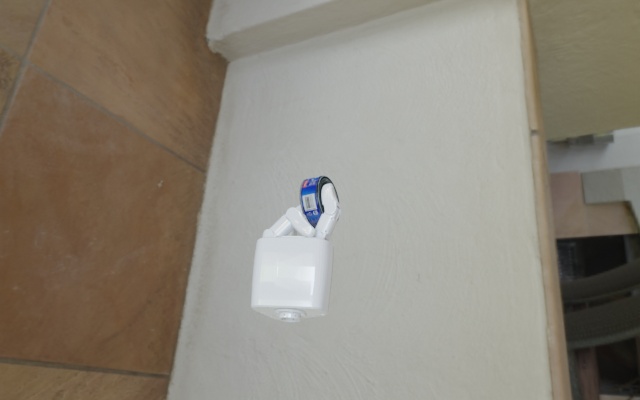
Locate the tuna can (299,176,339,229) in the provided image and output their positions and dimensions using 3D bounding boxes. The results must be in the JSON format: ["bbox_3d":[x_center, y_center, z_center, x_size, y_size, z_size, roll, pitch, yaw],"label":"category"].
[{"bbox_3d":[0.001,0.002,0.790,0.034,0.086,0.086,-12,-5,24],"label":"tuna can"}]
